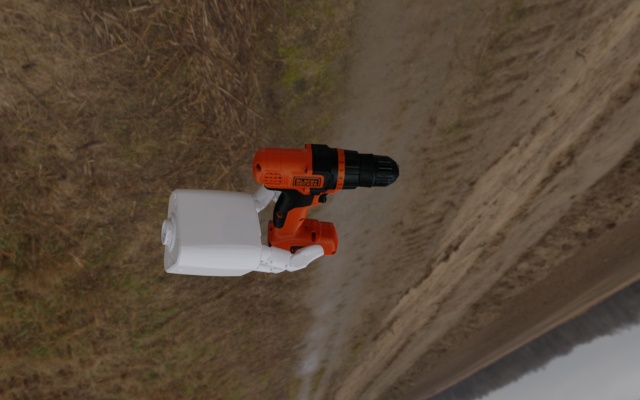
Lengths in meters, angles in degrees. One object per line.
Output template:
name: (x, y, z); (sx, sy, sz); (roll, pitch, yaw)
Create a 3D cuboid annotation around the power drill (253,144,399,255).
power drill: (0.000, 0.002, 0.650); (0.184, 0.057, 0.188); (3, -41, -6)
